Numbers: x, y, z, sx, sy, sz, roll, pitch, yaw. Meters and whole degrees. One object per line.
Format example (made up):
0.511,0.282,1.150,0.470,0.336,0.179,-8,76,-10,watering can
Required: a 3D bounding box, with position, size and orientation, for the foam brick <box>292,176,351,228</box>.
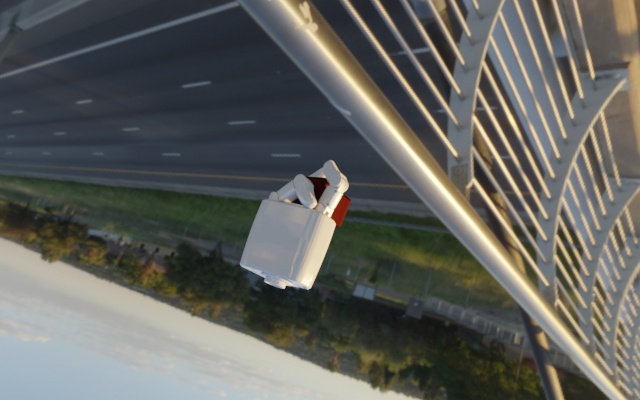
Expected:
0.000,0.003,0.751,0.053,0.051,0.078,6,-22,41,foam brick
